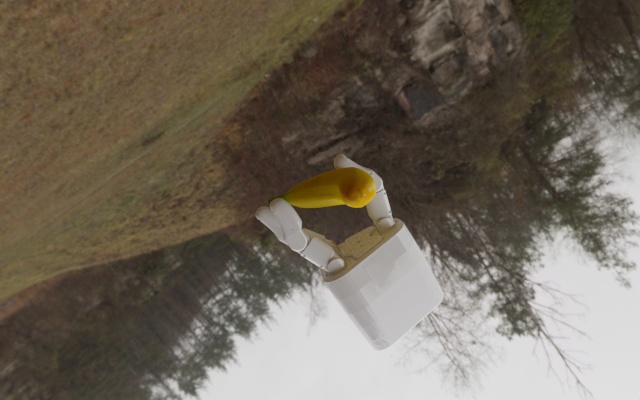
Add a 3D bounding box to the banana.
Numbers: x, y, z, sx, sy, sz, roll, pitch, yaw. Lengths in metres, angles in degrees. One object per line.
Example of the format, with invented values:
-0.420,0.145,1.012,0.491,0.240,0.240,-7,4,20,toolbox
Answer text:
0.013,-0.008,0.494,0.069,0.037,0.198,-35,11,-24,banana
